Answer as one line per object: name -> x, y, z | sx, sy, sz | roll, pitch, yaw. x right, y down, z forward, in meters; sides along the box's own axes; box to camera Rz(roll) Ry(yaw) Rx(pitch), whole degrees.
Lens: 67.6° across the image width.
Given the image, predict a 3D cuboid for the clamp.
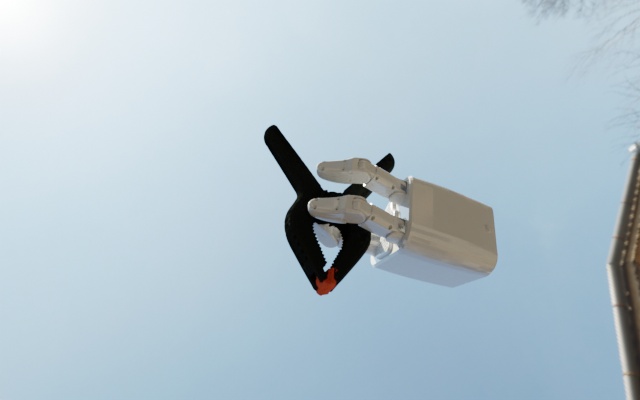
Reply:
clamp -> 0.000, 0.003, 0.528 | 0.164, 0.209, 0.036 | 17, -40, -7
